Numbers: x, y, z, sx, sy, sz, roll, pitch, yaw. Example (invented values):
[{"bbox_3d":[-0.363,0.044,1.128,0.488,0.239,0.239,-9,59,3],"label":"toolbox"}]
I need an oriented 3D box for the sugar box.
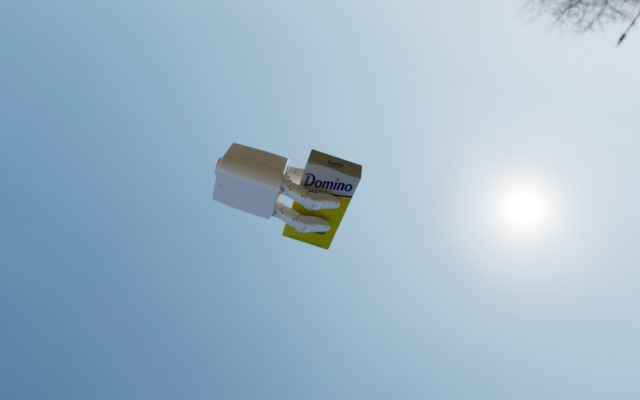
[{"bbox_3d":[0.000,0.003,0.833,0.093,0.176,0.048,17,41,-5],"label":"sugar box"}]
